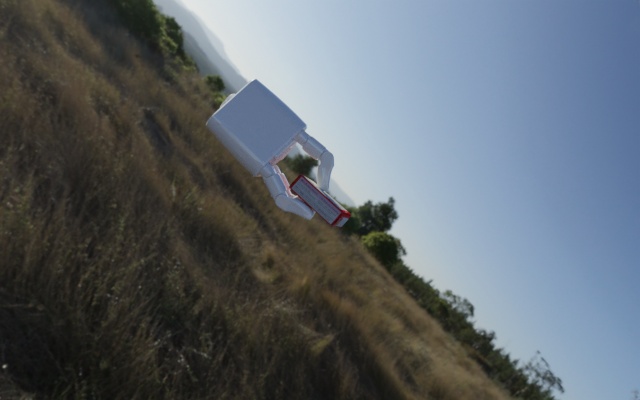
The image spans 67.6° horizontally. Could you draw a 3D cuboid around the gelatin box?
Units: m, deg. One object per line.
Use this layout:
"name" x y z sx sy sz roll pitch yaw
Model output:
"gelatin box" 0.001 0.002 0.723 0.089 0.030 0.073 41 4 12
